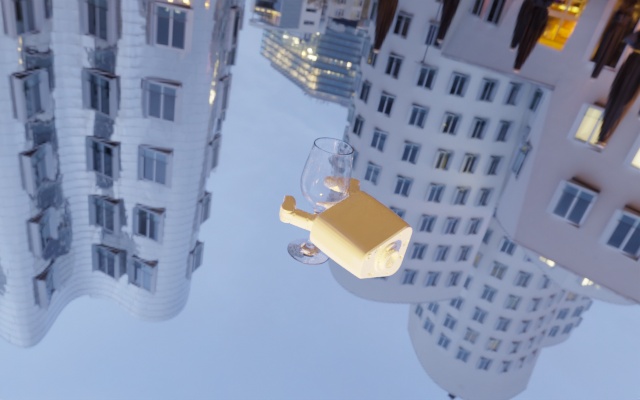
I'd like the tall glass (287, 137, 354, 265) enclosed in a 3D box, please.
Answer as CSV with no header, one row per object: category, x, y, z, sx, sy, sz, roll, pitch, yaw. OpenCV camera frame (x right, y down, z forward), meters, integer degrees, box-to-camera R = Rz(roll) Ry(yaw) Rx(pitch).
tall glass,0.000,0.003,0.767,0.079,0.201,0.079,10,29,-6
